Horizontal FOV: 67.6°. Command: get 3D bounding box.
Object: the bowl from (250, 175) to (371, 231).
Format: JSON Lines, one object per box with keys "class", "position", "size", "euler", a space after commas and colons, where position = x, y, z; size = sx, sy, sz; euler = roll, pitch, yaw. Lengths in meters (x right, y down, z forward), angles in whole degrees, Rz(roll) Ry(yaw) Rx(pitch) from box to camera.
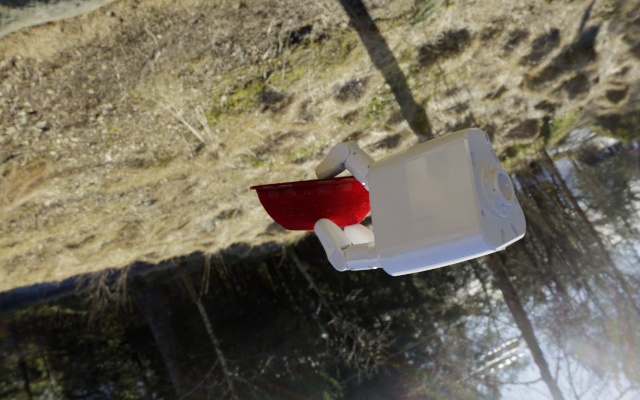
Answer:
{"class": "bowl", "position": [-0.001, 0.002, 0.562], "size": [0.162, 0.055, 0.162], "euler": [-5, 4, 0]}
